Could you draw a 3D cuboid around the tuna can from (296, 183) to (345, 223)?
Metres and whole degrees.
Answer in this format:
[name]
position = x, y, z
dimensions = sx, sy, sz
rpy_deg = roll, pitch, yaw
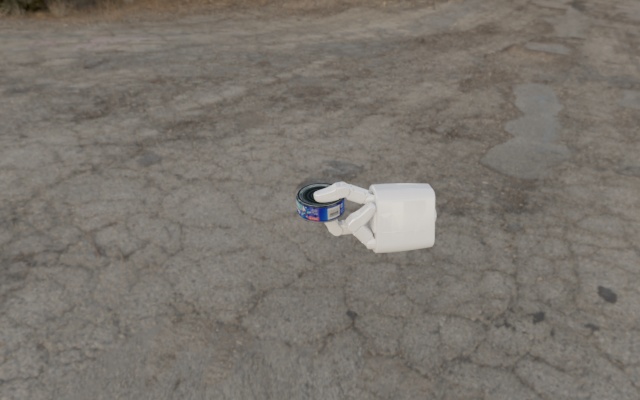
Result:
[tuna can]
position = 0.000, 0.002, 0.836
dimensions = 0.086, 0.034, 0.086
rpy_deg = -1, 31, 1
